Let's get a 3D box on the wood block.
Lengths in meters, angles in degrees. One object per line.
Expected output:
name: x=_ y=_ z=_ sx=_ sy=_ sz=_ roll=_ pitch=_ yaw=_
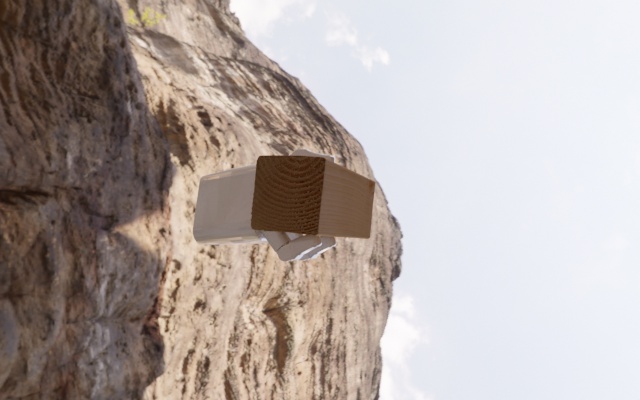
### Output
wood block: x=0.000 y=0.002 z=0.641 sx=0.090 sy=0.091 sz=0.206 roll=4 pitch=-4 yaw=22
